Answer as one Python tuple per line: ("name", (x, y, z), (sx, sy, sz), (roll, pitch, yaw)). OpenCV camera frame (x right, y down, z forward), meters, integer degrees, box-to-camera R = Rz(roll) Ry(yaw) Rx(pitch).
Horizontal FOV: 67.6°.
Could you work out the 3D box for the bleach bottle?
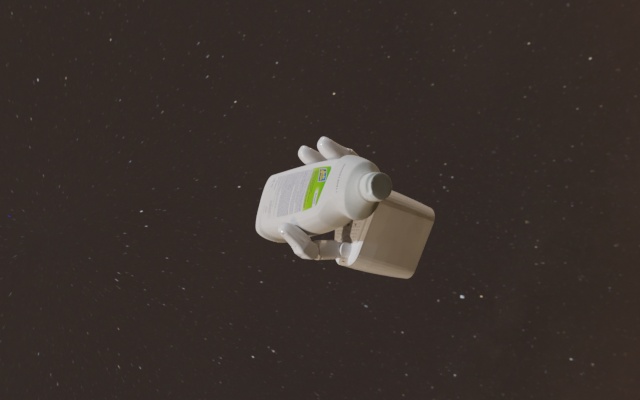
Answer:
("bleach bottle", (0.000, 0.002, 0.601), (0.068, 0.102, 0.251), (17, -12, -27))
